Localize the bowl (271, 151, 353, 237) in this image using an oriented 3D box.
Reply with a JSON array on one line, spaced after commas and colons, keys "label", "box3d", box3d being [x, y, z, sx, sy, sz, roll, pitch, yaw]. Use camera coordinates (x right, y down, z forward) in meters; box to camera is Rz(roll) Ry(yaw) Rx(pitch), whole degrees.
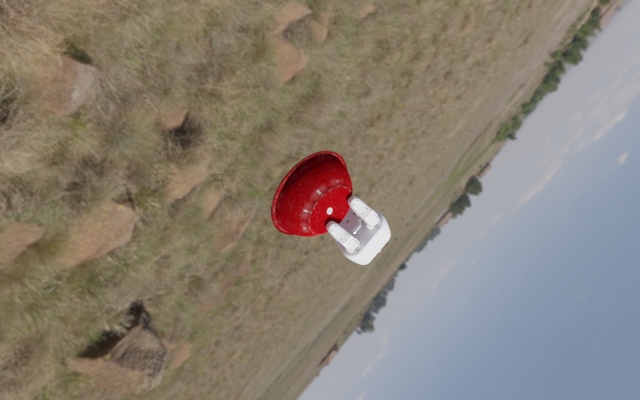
[{"label": "bowl", "box3d": [0.000, 0.003, 0.776, 0.162, 0.162, 0.055, 0, 31, -47]}]
